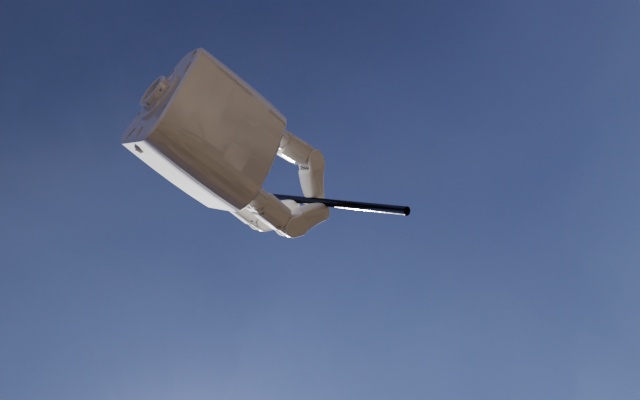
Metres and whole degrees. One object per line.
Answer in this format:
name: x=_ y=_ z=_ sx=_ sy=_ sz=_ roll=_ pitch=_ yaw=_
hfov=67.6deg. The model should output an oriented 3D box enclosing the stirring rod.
stirring rod: x=0.000 y=0.002 z=0.491 sx=0.011 sy=0.011 sz=0.239 roll=0 pitch=3 yaw=-37
